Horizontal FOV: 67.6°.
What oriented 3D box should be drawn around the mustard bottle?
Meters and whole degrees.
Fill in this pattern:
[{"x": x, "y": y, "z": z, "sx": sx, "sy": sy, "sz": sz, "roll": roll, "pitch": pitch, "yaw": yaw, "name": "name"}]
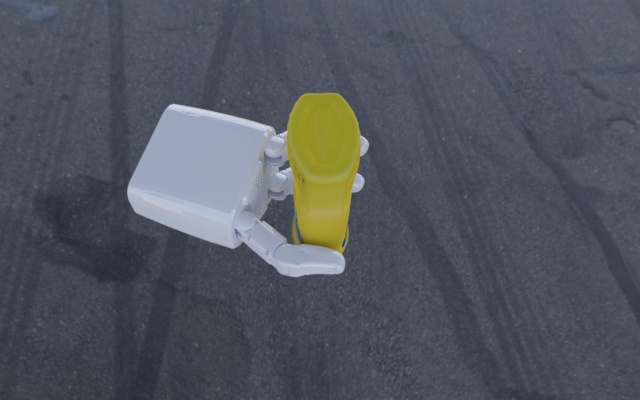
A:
[{"x": 0.000, "y": 0.001, "z": 0.443, "sx": 0.058, "sy": 0.096, "sz": 0.192, "roll": -3, "pitch": -35, "yaw": -4, "name": "mustard bottle"}]
